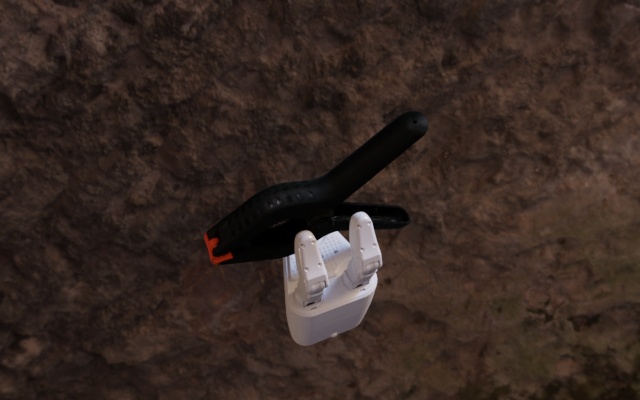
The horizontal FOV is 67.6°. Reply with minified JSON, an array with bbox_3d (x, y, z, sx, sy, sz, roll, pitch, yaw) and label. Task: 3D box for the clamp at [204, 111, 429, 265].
[{"bbox_3d":[-0.001,0.001,0.425,0.210,0.036,0.165,-16,-34,-14],"label":"clamp"}]
